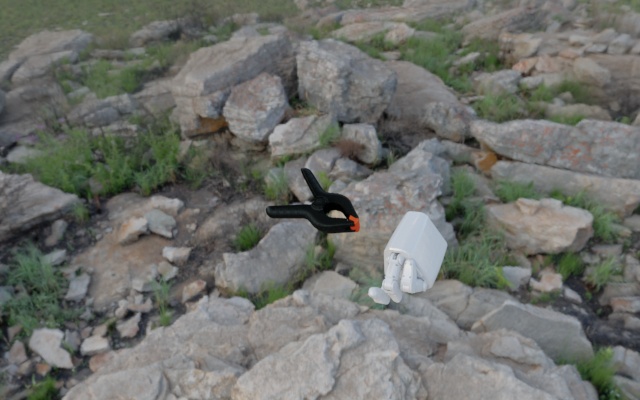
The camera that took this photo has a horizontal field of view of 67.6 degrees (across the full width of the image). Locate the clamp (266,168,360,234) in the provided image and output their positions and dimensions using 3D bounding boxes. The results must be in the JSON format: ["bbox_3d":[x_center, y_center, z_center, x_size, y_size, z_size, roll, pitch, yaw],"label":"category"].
[{"bbox_3d":[0.000,0.003,0.849,0.171,0.120,0.039,18,-26,21],"label":"clamp"}]
